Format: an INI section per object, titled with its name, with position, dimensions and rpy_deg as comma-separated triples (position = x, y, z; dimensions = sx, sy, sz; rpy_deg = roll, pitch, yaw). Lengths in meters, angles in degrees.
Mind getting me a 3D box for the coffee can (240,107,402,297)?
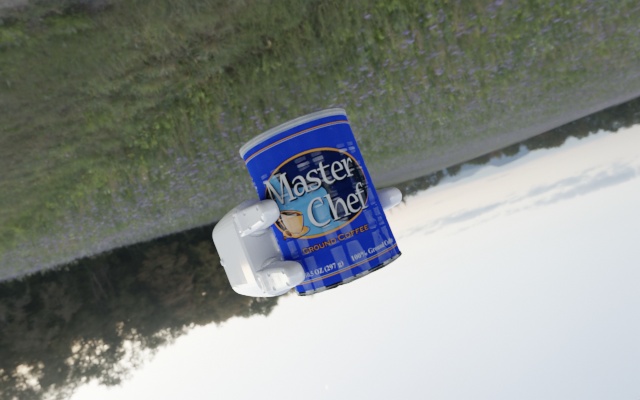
[coffee can]
position = 0.000, 0.001, 0.432
dimensions = 0.103, 0.140, 0.103
rpy_deg = -22, -2, -1
